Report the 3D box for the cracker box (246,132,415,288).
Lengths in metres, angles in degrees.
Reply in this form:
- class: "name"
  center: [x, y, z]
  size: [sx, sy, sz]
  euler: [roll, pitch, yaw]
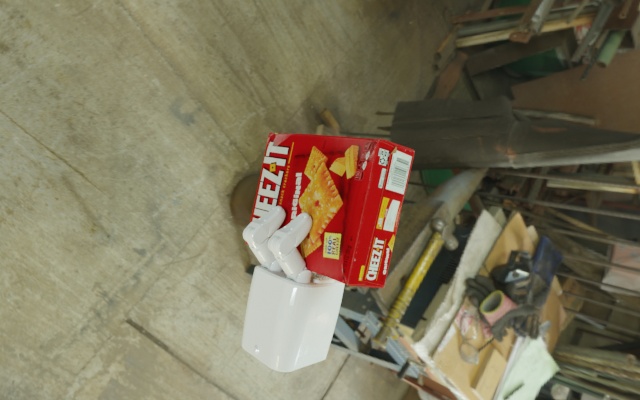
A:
- class: "cracker box"
  center: [0.000, 0.002, 0.602]
  size: [0.072, 0.164, 0.213]
  euler: [13, 0, -41]
